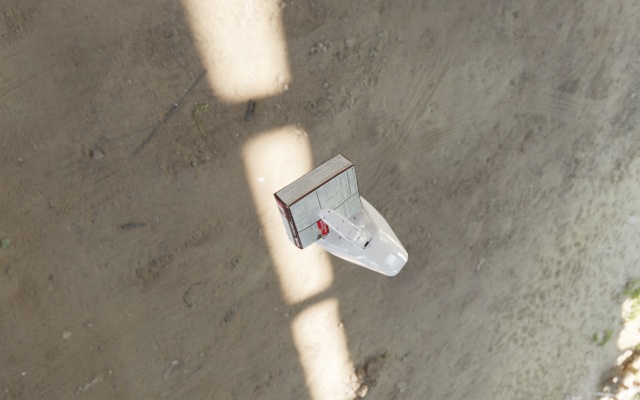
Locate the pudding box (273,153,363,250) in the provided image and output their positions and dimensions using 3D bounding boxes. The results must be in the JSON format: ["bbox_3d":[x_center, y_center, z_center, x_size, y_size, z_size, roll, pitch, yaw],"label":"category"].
[{"bbox_3d":[0.000,0.002,0.645,0.113,0.090,0.039,-34,46,-20],"label":"pudding box"}]
